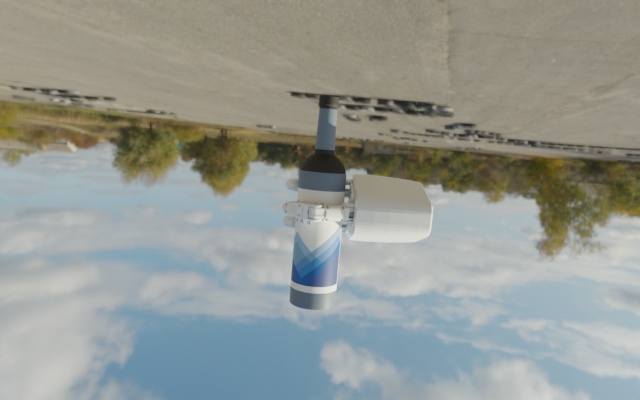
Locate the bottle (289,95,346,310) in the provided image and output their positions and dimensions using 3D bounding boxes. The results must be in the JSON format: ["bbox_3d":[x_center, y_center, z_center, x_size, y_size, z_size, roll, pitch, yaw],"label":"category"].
[{"bbox_3d":[0.000,0.002,0.675,0.069,0.296,0.069,5,7,-1],"label":"bottle"}]
